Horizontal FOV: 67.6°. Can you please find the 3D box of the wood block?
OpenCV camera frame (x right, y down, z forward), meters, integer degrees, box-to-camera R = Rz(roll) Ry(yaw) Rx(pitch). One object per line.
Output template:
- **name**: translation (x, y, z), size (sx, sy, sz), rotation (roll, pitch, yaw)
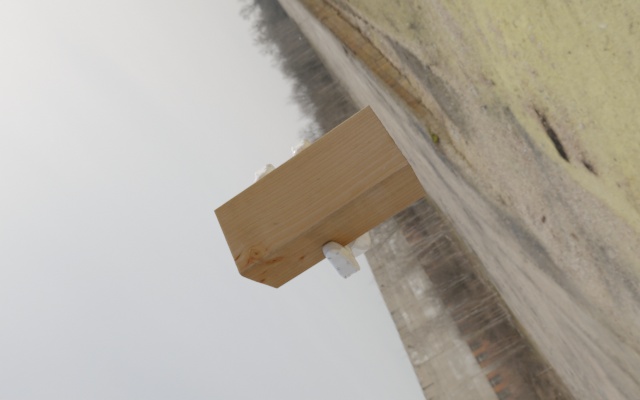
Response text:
- **wood block**: translation (0.000, 0.002, 0.533), size (0.206, 0.090, 0.090), rotation (-34, -29, 9)
